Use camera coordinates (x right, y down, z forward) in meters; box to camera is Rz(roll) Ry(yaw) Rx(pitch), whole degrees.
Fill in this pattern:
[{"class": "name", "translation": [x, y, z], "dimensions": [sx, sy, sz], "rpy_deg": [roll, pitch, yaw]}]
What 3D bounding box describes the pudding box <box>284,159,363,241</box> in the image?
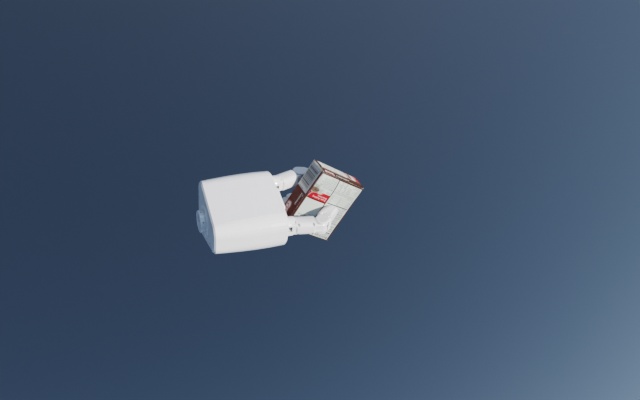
[{"class": "pudding box", "translation": [0.000, 0.003, 0.753], "dimensions": [0.090, 0.113, 0.039], "rpy_deg": [21, 24, -37]}]
